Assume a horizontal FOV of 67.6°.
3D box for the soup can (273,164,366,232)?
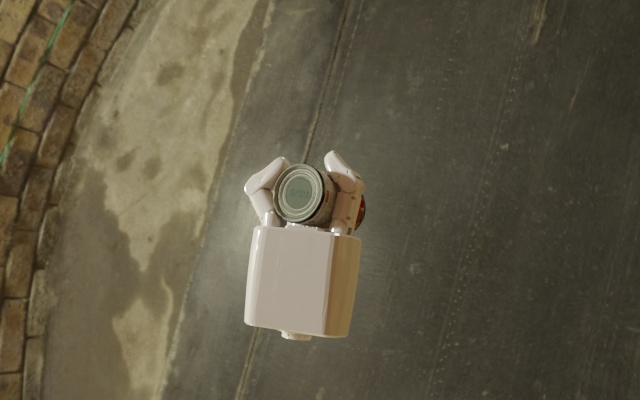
[{"bbox_3d":[0.000,0.001,0.553,0.068,0.068,0.102,0,-11,31],"label":"soup can"}]
